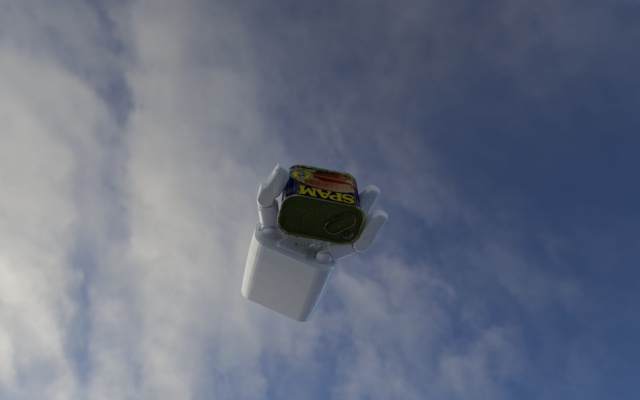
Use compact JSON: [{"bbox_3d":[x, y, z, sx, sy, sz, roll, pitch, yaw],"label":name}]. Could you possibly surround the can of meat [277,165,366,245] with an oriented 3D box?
[{"bbox_3d":[0.000,0.002,0.596,0.102,0.057,0.084,11,32,-9],"label":"can of meat"}]
